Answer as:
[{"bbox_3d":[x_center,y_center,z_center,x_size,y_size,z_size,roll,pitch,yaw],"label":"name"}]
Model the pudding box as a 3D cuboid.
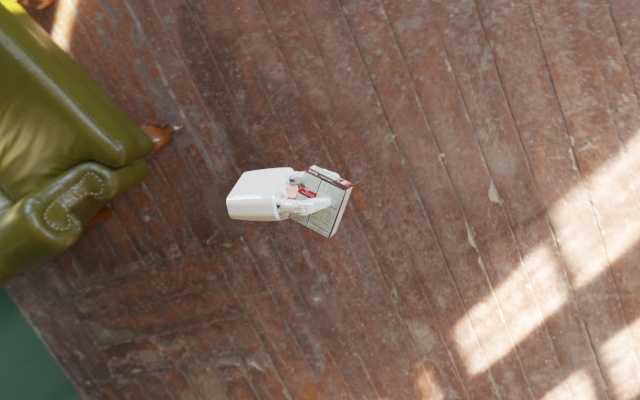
[{"bbox_3d":[0.000,0.003,0.885,0.090,0.113,0.039,26,31,13],"label":"pudding box"}]
